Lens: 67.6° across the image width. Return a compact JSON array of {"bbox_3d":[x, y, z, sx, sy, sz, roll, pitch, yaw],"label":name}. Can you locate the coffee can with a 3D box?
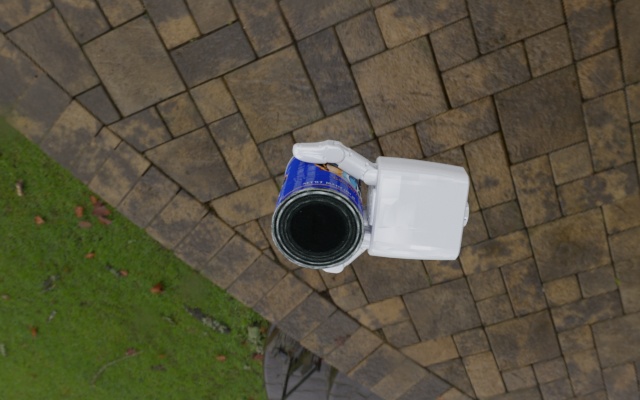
[{"bbox_3d":[0.000,0.002,0.579,0.103,0.103,0.140,0,26,3],"label":"coffee can"}]
